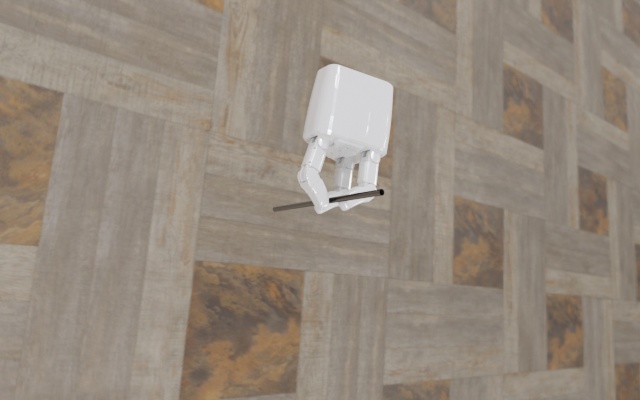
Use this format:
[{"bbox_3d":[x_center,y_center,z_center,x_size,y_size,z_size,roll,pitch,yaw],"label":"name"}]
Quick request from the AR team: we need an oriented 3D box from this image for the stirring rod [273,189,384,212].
[{"bbox_3d":[0.000,0.002,0.656,0.011,0.011,0.239,0,-6,-37],"label":"stirring rod"}]
